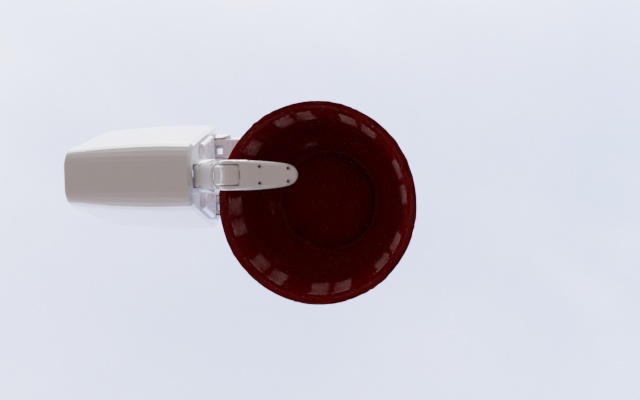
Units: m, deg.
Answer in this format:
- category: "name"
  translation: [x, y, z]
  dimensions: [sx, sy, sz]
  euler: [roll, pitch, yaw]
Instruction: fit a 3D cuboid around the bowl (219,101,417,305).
- category: "bowl"
  translation: [0.001, 0.002, 0.400]
  dimensions: [0.162, 0.162, 0.055]
  euler: [0, 3, 14]
